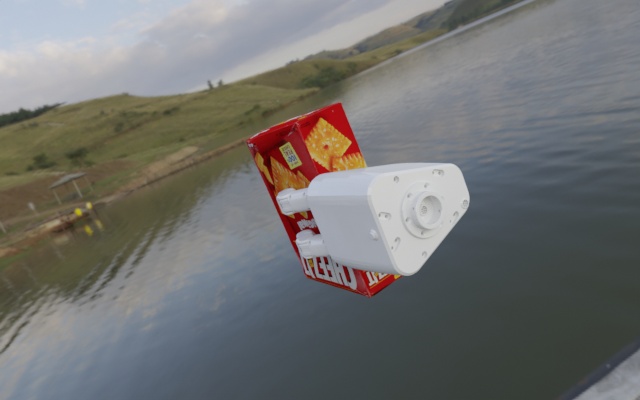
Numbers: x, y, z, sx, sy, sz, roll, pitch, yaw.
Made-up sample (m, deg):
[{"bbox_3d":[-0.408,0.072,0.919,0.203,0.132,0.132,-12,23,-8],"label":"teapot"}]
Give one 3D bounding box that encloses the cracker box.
[{"bbox_3d":[0.000,0.002,0.591,0.072,0.214,0.164,-28,13,-25],"label":"cracker box"}]
